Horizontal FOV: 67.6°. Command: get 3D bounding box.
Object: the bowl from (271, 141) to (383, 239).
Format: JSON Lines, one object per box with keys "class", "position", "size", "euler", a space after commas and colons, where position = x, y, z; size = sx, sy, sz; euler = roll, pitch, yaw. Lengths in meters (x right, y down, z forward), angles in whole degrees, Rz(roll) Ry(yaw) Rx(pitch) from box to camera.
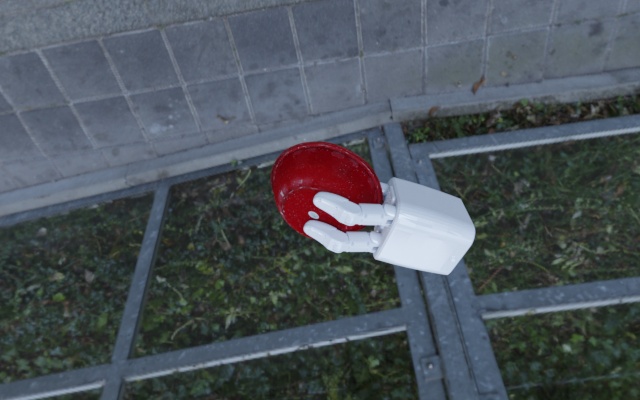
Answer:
{"class": "bowl", "position": [-0.001, 0.002, 0.646], "size": [0.162, 0.162, 0.055], "euler": [0, 39, 21]}
